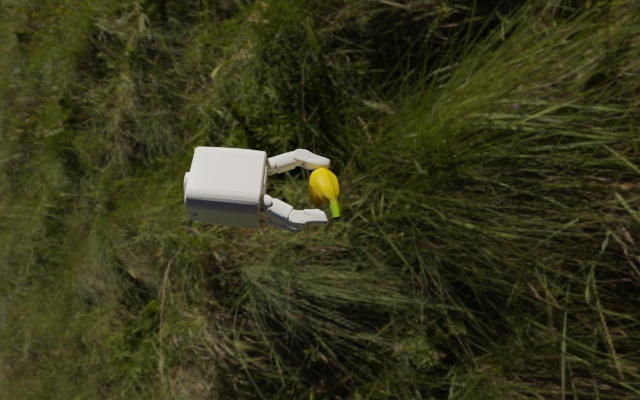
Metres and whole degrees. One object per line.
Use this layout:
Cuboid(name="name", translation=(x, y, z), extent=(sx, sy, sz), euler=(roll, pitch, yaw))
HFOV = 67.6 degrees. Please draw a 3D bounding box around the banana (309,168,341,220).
Cuboid(name="banana", translation=(0.001, -0.016, 0.738), extent=(0.037, 0.069, 0.198), euler=(2, 5, -6))
